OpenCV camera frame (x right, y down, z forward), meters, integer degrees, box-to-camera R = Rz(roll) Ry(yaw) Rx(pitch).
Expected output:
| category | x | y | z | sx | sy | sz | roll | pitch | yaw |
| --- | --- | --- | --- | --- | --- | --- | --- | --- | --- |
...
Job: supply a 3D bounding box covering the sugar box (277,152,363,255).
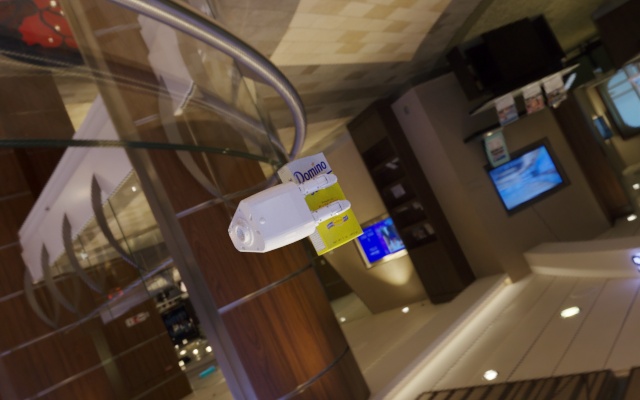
| category | x | y | z | sx | sy | sz | roll | pitch | yaw |
| --- | --- | --- | --- | --- | --- | --- | --- | --- | --- |
| sugar box | 0.000 | 0.003 | 0.892 | 0.093 | 0.176 | 0.048 | -22 | -6 | -38 |
